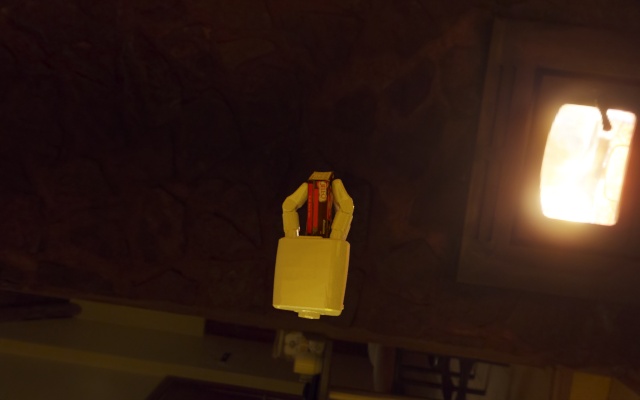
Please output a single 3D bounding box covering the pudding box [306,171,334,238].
[{"bbox_3d":[0.000,0.003,0.770,0.039,0.090,0.113,3,11,2],"label":"pudding box"}]
